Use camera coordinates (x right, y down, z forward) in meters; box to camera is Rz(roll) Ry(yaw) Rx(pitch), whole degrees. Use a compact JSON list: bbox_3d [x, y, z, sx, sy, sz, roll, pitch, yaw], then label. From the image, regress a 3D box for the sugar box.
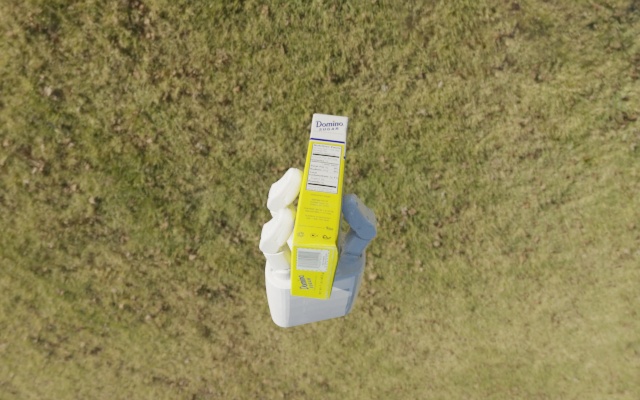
[{"bbox_3d":[0.000,0.002,0.496,0.048,0.176,0.093,5,-41,-2],"label":"sugar box"}]
